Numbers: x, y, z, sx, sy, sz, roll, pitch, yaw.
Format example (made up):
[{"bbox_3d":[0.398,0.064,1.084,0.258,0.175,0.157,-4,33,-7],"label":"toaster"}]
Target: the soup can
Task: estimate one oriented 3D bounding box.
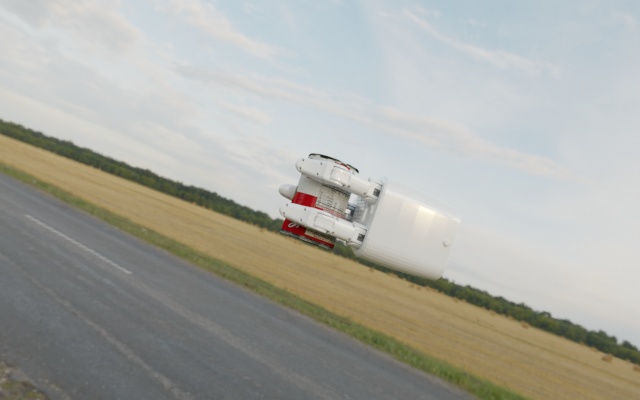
[{"bbox_3d":[0.000,0.001,0.578,0.068,0.102,0.068,19,-5,2],"label":"soup can"}]
